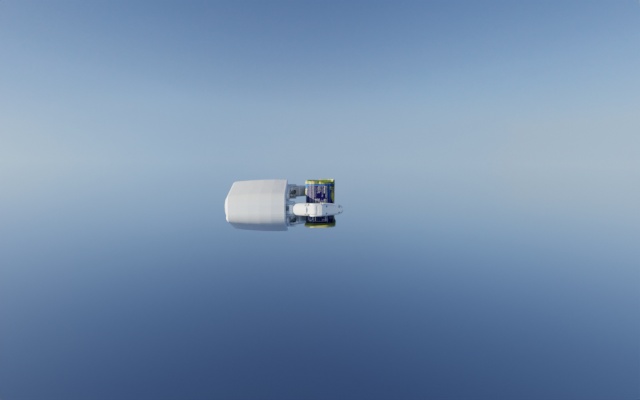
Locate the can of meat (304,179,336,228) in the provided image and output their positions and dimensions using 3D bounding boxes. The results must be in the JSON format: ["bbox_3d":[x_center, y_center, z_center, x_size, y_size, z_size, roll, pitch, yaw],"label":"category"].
[{"bbox_3d":[0.000,0.003,0.899,0.057,0.084,0.102,0,5,3],"label":"can of meat"}]
